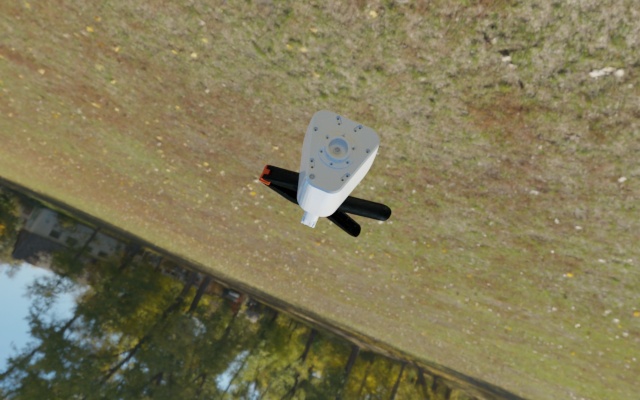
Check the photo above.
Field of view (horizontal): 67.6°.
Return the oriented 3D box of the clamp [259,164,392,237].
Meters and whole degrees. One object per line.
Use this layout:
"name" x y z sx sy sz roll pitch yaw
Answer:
"clamp" -0.001 0.003 0.786 0.210 0.036 0.165 23 -19 0
